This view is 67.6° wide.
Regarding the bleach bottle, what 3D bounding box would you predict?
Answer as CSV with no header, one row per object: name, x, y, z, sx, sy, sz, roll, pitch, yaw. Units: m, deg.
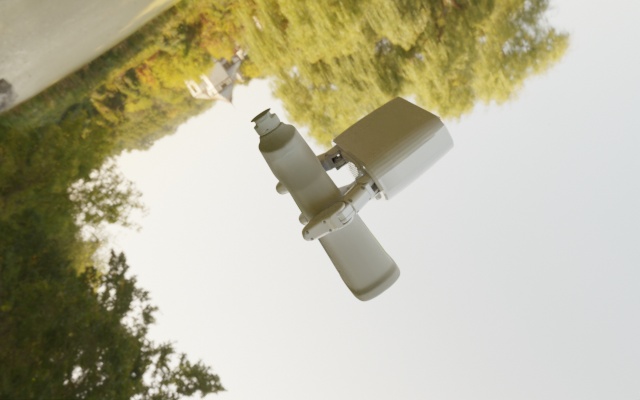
bleach bottle,0.000,0.002,0.577,0.068,0.251,0.102,-36,22,-4
